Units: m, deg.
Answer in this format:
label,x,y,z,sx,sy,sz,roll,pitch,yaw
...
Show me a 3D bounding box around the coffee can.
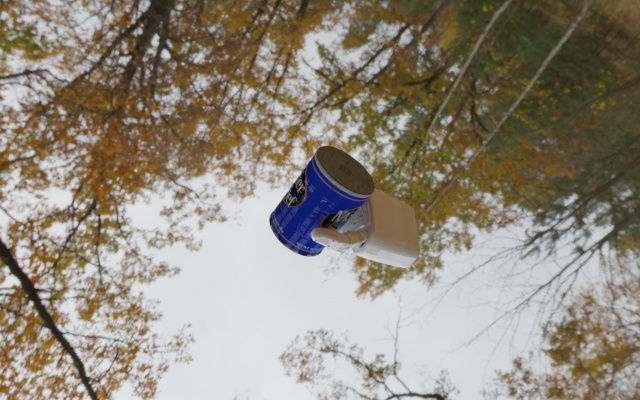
label,x,y,z,sx,sy,sz,roll,pitch,yaw
coffee can,0.000,0.002,0.726,0.103,0.102,0.140,0,-43,-48
